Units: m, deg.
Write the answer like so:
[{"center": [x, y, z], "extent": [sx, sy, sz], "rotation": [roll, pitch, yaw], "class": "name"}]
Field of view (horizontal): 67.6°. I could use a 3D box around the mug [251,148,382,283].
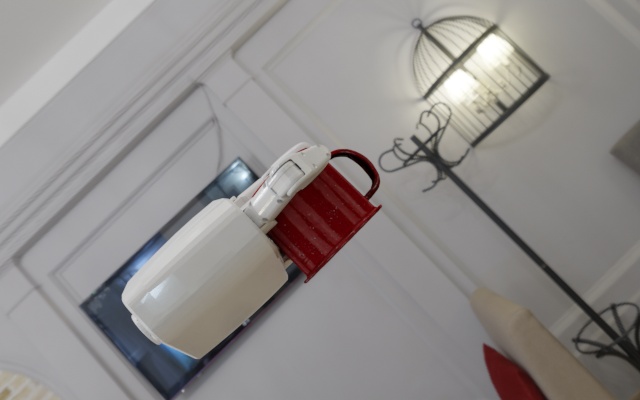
[{"center": [0.001, 0.000, 0.412], "extent": [0.117, 0.081, 0.093], "rotation": [-44, -6, -13], "class": "mug"}]
